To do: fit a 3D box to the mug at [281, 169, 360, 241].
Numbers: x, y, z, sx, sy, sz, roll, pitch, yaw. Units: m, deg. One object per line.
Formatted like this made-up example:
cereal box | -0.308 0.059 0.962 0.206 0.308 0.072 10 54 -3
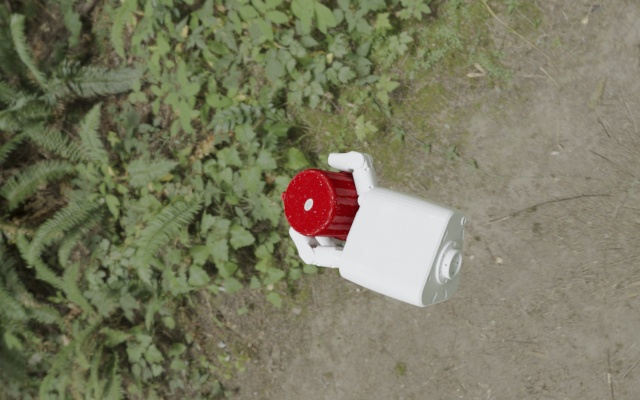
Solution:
mug | -0.001 0.002 0.601 0.117 0.093 0.081 15 7 39
